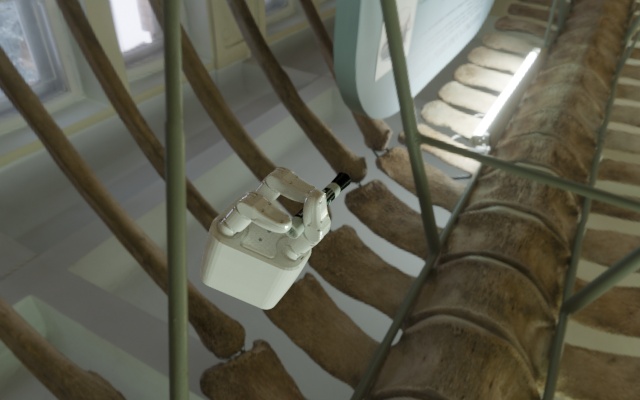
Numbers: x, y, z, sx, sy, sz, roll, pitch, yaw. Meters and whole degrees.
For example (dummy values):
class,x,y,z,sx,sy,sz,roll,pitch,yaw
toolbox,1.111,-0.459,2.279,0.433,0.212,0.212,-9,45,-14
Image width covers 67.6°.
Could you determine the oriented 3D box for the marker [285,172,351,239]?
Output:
class,x,y,z,sx,sy,sz,roll,pitch,yaw
marker,0.000,0.002,0.537,0.020,0.020,0.121,0,31,37
